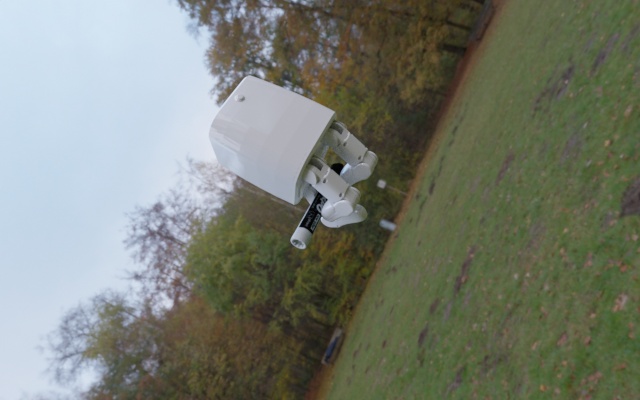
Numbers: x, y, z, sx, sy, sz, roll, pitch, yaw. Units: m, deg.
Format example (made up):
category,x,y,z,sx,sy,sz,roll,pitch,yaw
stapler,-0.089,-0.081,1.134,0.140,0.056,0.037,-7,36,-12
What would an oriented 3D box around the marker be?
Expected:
category,x,y,z,sx,sy,sz,roll,pitch,yaw
marker,0.000,0.002,0.538,0.020,0.121,0.020,19,-35,14
